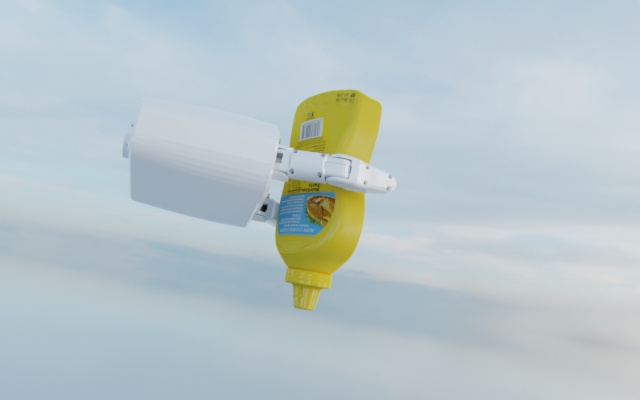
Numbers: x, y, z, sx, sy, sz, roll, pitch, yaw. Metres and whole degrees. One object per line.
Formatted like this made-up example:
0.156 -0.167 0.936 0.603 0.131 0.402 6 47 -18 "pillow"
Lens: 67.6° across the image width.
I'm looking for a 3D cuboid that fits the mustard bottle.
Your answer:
0.000 0.001 0.431 0.058 0.191 0.096 19 -14 -39 "mustard bottle"
